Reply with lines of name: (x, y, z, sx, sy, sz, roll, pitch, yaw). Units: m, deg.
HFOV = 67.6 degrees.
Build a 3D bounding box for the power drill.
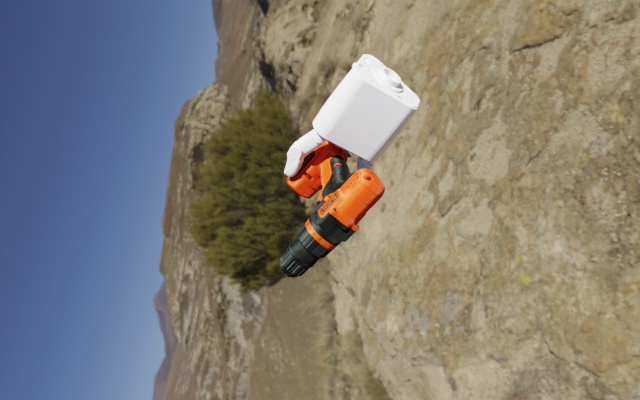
power drill: (0.000, 0.002, 0.691, 0.057, 0.184, 0.187, 37, 16, -28)
